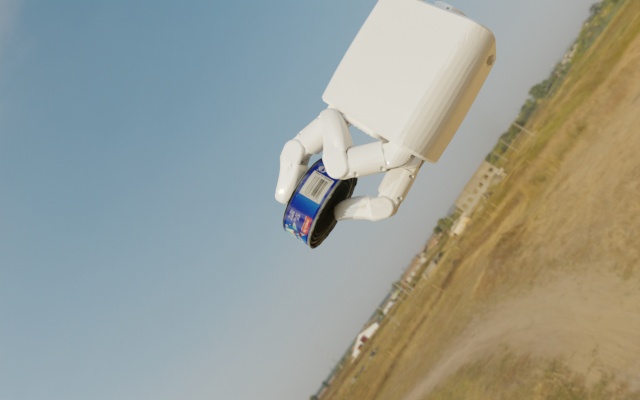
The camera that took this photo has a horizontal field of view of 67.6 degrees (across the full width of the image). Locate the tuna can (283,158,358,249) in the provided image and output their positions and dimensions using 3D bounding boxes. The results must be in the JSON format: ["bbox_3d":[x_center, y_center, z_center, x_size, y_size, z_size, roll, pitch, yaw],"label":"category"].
[{"bbox_3d":[0.000,0.001,0.462,0.033,0.086,0.086,30,8,15],"label":"tuna can"}]
